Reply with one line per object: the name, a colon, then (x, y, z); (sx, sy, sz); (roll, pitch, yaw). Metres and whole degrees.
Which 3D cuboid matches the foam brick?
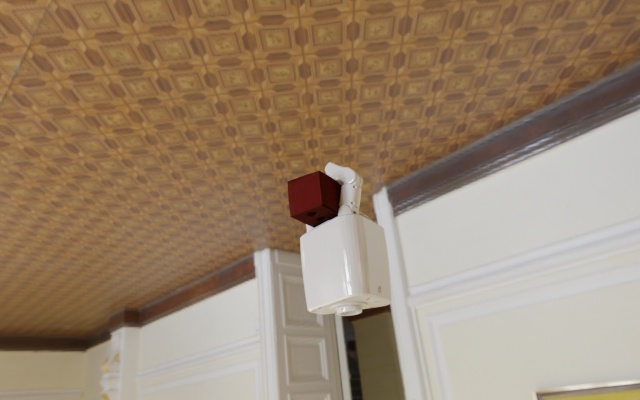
foam brick: (0.000, 0.002, 0.643); (0.053, 0.051, 0.078); (-19, -28, 30)
